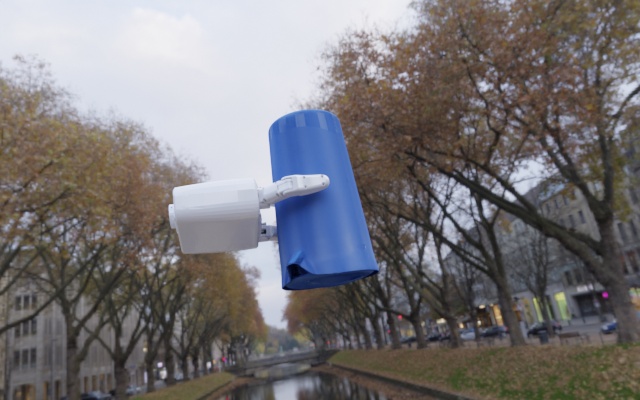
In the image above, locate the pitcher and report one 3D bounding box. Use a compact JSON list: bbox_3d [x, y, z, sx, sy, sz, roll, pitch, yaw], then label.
[{"bbox_3d":[0.000,0.002,0.683,0.145,0.242,0.149,-6,-17,-11],"label":"pitcher"}]
